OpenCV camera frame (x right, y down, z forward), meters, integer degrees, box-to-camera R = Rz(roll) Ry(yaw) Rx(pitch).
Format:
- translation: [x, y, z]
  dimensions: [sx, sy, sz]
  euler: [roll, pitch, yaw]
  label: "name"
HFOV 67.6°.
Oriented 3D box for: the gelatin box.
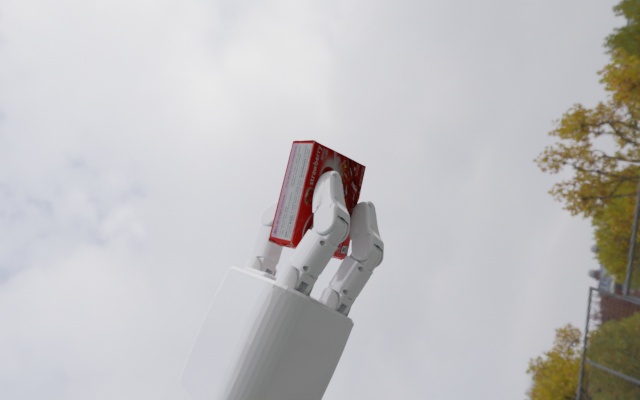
- translation: [0.000, 0.001, 0.410]
  dimensions: [0.030, 0.089, 0.073]
  euler: [7, -9, 42]
  label: "gelatin box"
